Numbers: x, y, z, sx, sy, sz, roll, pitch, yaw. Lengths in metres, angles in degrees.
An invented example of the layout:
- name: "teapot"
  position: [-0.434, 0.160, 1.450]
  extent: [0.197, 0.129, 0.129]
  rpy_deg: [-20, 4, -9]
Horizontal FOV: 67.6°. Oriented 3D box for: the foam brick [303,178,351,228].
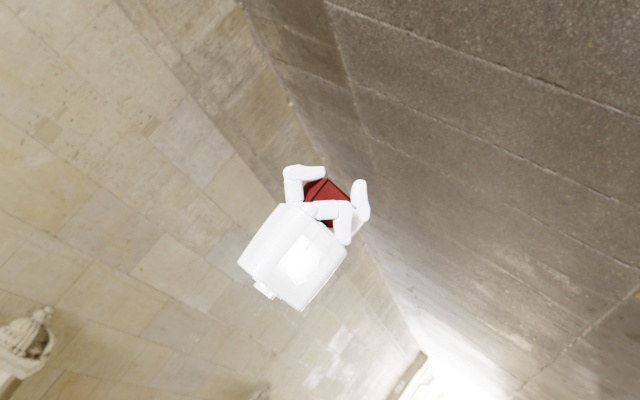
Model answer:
- name: "foam brick"
  position: [0.000, 0.002, 0.703]
  extent: [0.053, 0.051, 0.078]
  rpy_deg: [40, -11, -17]
